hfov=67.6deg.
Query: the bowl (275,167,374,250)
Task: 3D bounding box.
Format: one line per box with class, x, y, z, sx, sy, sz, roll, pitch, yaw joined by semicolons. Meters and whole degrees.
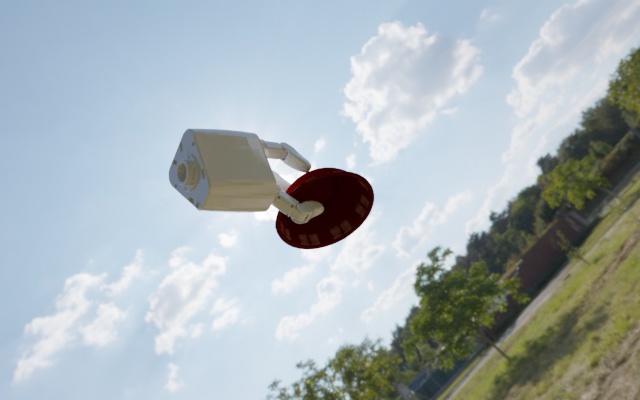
bowl;0.001;0.003;0.747;0.162;0.162;0.055;0;41;-27
